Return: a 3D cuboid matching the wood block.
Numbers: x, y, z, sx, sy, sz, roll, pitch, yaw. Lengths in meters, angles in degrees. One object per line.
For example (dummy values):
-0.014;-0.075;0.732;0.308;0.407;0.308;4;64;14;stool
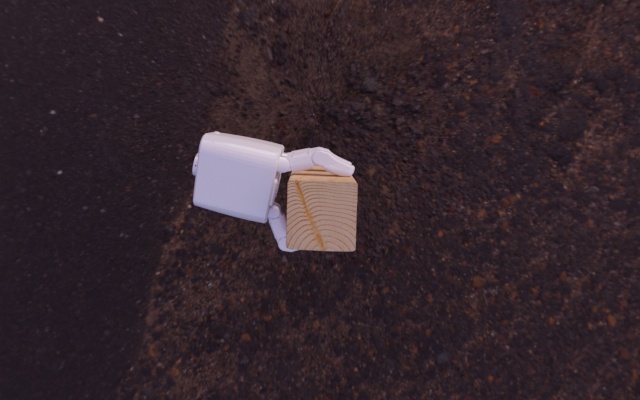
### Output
0.000;0.003;0.696;0.090;0.091;0.206;2;10;-1;wood block
